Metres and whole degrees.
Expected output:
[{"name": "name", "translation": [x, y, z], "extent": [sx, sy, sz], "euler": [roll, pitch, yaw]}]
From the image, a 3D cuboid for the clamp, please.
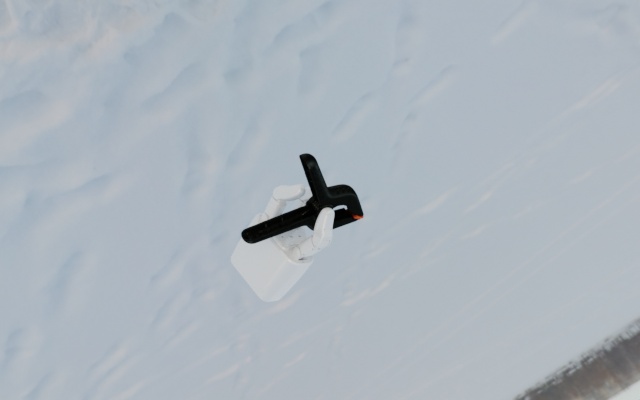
[{"name": "clamp", "translation": [0.001, 0.003, 0.720], "extent": [0.210, 0.036, 0.165], "euler": [2, -46, -44]}]
